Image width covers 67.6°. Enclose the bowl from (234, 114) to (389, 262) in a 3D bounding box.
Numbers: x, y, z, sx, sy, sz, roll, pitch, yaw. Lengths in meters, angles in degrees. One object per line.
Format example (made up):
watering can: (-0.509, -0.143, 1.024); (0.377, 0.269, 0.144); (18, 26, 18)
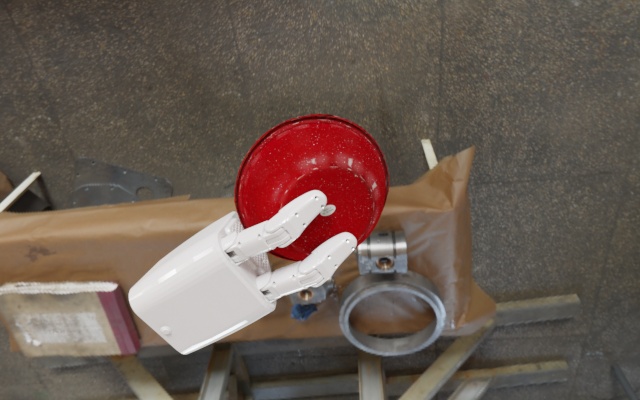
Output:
bowl: (0.001, 0.001, 0.464); (0.162, 0.162, 0.055); (0, 23, -16)
